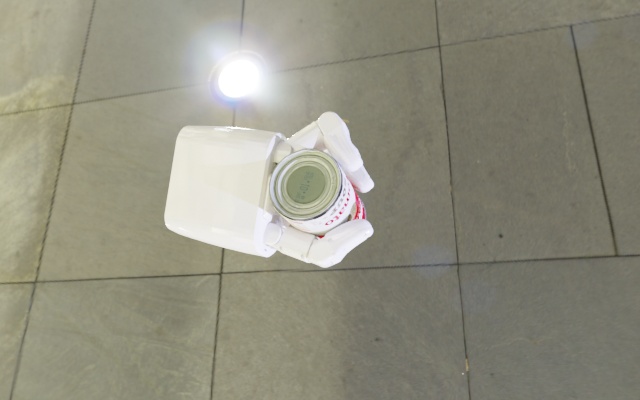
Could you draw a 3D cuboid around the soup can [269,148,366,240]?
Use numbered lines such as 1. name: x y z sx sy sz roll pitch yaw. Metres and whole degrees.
1. soup can: 0.000 0.002 0.448 0.068 0.068 0.102 0 -19 17
